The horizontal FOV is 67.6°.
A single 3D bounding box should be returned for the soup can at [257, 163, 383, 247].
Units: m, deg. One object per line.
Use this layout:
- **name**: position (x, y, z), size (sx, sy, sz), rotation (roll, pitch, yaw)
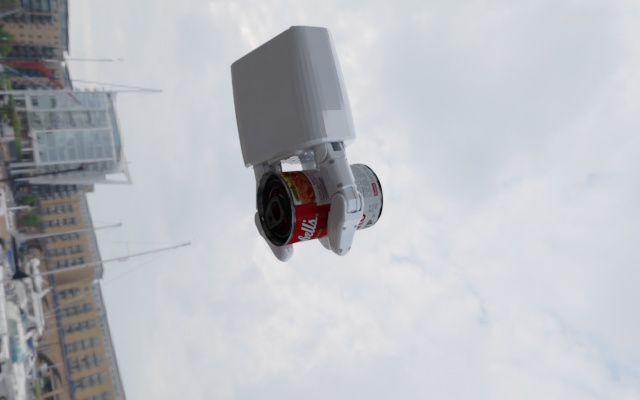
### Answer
- **soup can**: position (0.000, 0.002, 0.453), size (0.102, 0.068, 0.068), rotation (-9, 5, -32)
